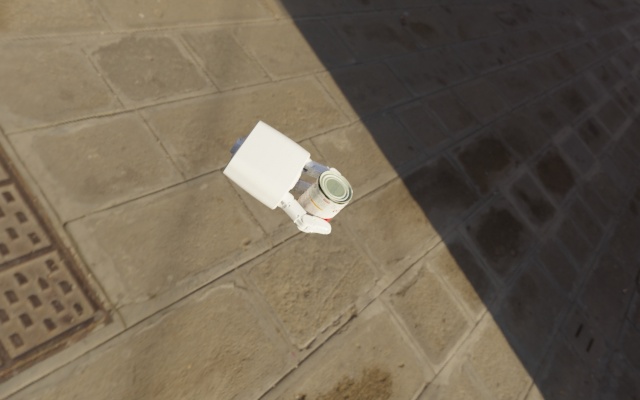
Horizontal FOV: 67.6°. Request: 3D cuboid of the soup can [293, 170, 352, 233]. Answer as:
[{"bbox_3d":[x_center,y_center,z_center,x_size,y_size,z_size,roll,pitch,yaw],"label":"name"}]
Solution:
[{"bbox_3d":[0.001,0.003,0.825,0.068,0.068,0.102,0,-31,-37],"label":"soup can"}]
